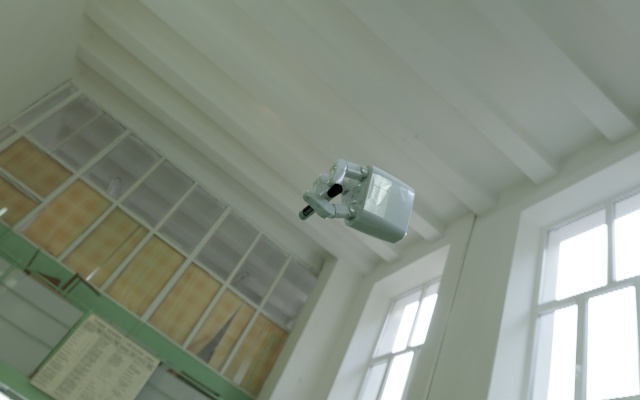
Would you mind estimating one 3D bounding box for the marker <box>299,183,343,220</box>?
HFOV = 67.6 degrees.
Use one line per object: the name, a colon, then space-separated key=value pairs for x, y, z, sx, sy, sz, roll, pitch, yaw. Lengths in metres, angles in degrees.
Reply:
marker: x=0.000 y=0.003 z=0.824 sx=0.020 sy=0.020 sz=0.121 roll=0 pitch=-25 yaw=-36
